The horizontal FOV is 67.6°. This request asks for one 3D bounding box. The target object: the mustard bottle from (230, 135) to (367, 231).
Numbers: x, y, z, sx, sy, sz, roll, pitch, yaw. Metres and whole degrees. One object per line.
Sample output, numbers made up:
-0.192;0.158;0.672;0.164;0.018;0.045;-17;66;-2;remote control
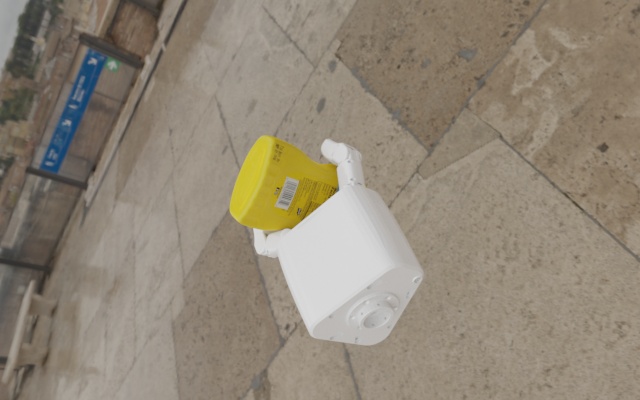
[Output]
0.000;0.002;0.543;0.192;0.096;0.058;19;6;-35;mustard bottle
